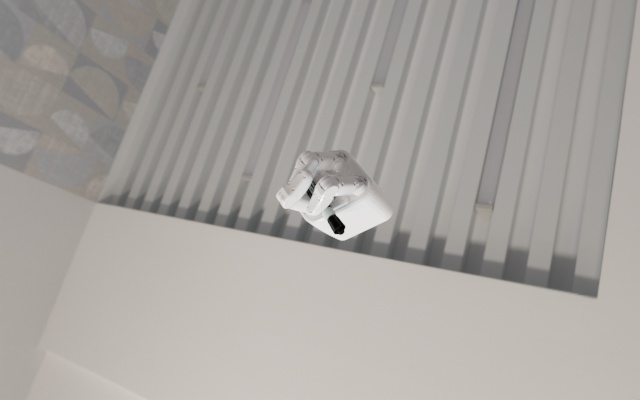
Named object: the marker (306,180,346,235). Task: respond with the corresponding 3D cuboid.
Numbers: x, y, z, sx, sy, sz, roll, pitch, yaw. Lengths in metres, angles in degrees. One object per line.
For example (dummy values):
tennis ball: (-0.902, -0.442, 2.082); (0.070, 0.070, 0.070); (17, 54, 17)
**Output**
marker: (0.000, 0.002, 0.670); (0.020, 0.020, 0.121); (0, 43, -41)
